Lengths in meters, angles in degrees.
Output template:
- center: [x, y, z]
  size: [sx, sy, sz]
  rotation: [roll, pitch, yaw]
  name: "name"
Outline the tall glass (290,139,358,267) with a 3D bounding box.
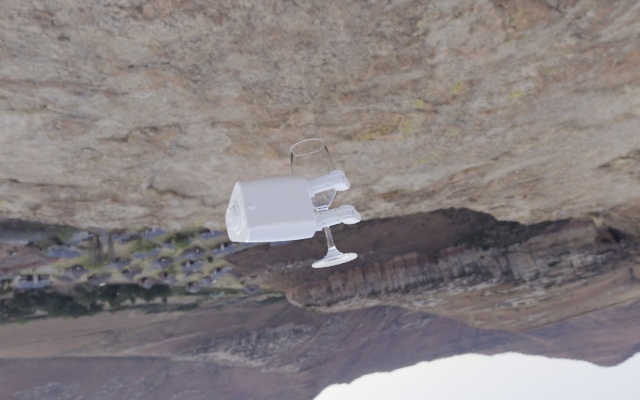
- center: [0.000, 0.003, 0.780]
  size: [0.079, 0.201, 0.079]
  rotation: [-12, -16, -4]
  name: "tall glass"
